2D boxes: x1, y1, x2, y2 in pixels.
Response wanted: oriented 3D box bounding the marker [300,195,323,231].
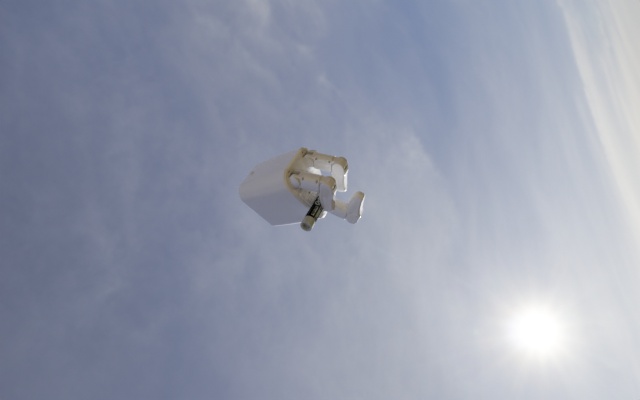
[{"bbox_3d":[0.000,0.002,0.747,0.020,0.020,0.121,0,37,27],"label":"marker"}]
